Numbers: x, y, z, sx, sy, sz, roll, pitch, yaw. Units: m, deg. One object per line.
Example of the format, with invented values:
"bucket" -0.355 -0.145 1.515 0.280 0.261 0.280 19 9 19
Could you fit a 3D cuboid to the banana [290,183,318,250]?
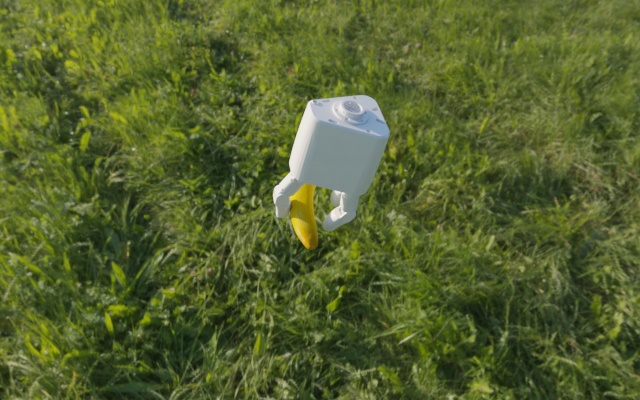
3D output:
"banana" -0.016 -0.007 0.756 0.069 0.037 0.197 23 42 -4
